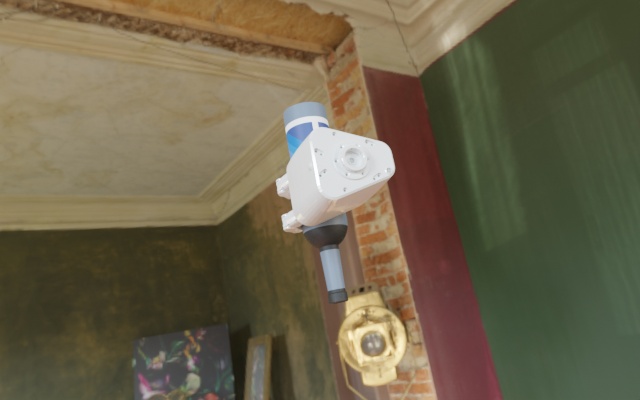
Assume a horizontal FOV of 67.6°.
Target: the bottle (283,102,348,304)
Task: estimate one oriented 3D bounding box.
[{"bbox_3d":[0.000,0.002,0.702,0.069,0.295,0.069,-10,-15,-3],"label":"bottle"}]
